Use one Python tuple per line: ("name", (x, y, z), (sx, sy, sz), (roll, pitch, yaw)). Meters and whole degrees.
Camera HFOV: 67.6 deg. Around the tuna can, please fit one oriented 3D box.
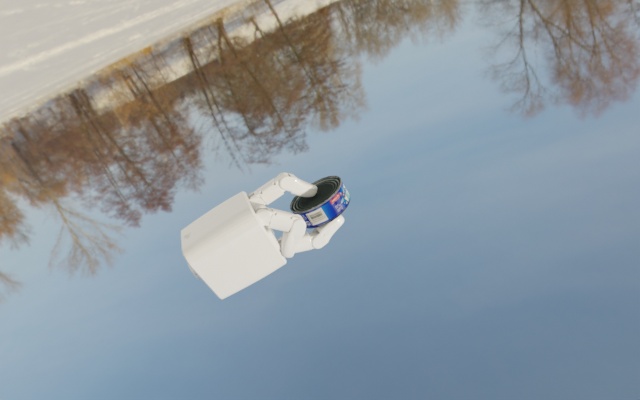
("tuna can", (0.000, 0.003, 0.699), (0.086, 0.034, 0.086), (-27, 24, 13))
